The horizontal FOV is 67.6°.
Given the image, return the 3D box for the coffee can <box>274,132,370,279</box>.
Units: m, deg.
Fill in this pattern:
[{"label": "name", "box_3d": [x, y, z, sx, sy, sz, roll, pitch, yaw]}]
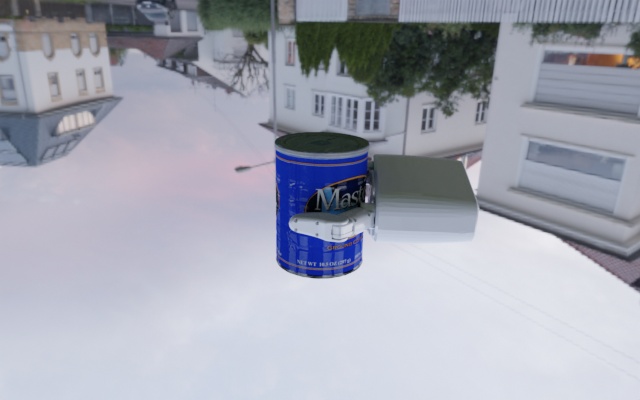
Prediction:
[{"label": "coffee can", "box_3d": [0.000, 0.002, 0.537, 0.103, 0.140, 0.102, 1, 20, 0]}]
